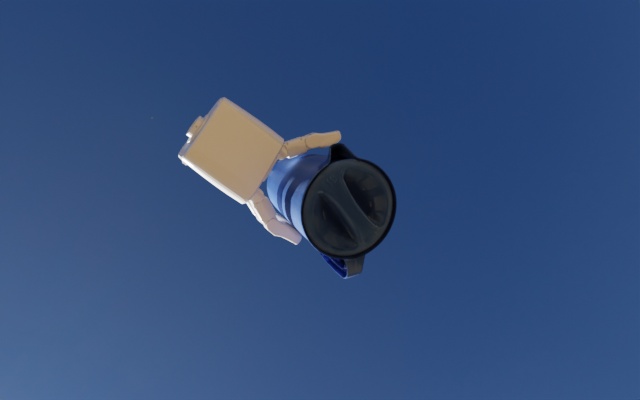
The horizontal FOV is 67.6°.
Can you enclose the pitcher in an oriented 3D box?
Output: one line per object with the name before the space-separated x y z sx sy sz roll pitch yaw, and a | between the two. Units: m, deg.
pitcher | 0.000 0.002 0.713 0.145 0.149 0.243 33 -3 -22
